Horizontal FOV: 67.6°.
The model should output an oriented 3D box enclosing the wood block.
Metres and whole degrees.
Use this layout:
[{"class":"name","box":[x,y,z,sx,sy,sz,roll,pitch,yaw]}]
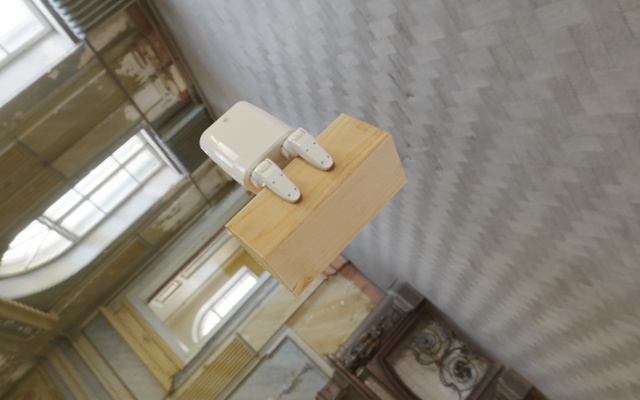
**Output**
[{"class":"wood block","box":[0.000,0.002,0.588,0.090,0.206,0.091,33,-18,41]}]
